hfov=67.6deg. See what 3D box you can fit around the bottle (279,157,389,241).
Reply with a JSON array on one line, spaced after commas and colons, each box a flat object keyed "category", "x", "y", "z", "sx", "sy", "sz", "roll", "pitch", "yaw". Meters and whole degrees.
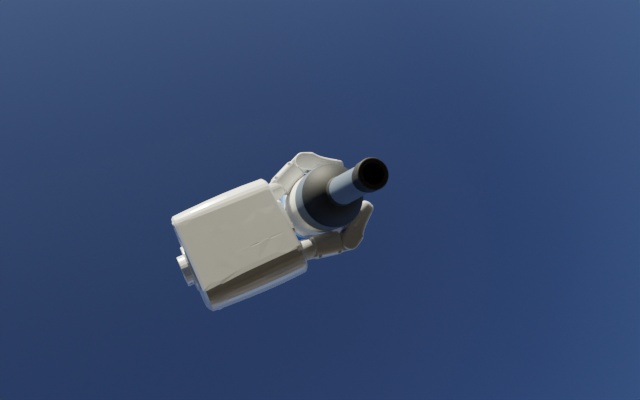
[{"category": "bottle", "x": 0.000, "y": 0.002, "z": 0.522, "sx": 0.069, "sy": 0.069, "sz": 0.296, "roll": 0, "pitch": -9, "yaw": -17}]
